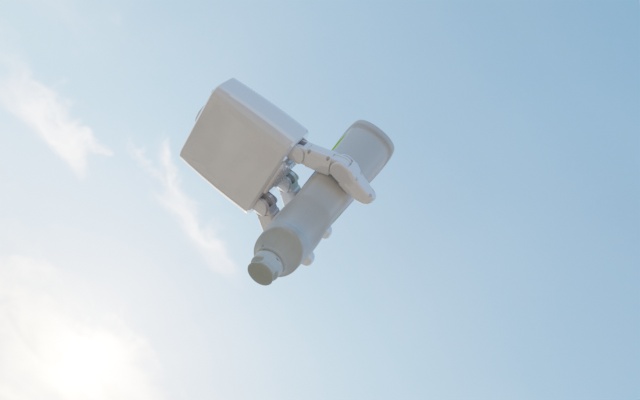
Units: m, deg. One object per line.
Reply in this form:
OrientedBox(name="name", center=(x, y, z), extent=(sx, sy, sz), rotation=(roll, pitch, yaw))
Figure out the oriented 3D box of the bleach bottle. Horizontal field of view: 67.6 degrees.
OrientedBox(name="bleach bottle", center=(0.000, 0.002, 0.539), extent=(0.103, 0.068, 0.250), rotation=(-53, -2, 41))
